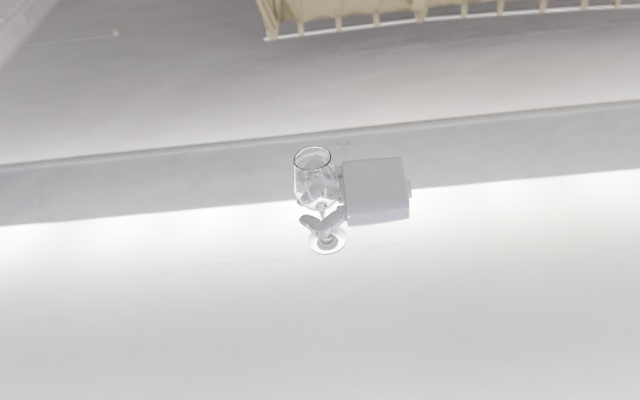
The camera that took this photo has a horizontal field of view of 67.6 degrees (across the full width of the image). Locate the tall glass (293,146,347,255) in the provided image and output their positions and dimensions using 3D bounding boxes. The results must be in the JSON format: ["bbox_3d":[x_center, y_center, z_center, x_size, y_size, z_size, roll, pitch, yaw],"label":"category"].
[{"bbox_3d":[0.000,0.003,0.830,0.079,0.201,0.079,-6,44,6],"label":"tall glass"}]
